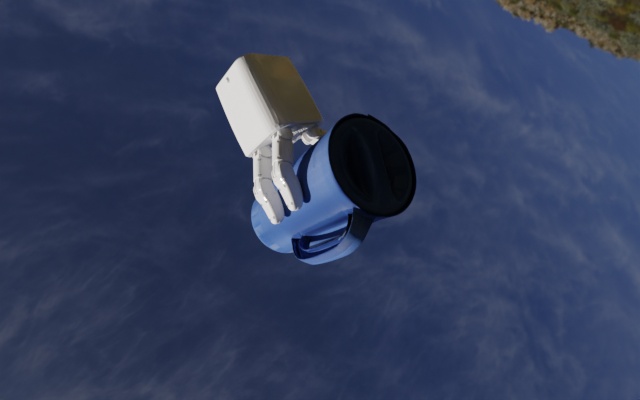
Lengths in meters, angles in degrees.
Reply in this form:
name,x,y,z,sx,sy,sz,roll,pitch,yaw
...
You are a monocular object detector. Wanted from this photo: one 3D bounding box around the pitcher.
name,x,y,z,sx,sy,sz,roll,pitch,yaw
pitcher,0.000,0.002,0.647,0.149,0.145,0.243,-26,-3,-39
